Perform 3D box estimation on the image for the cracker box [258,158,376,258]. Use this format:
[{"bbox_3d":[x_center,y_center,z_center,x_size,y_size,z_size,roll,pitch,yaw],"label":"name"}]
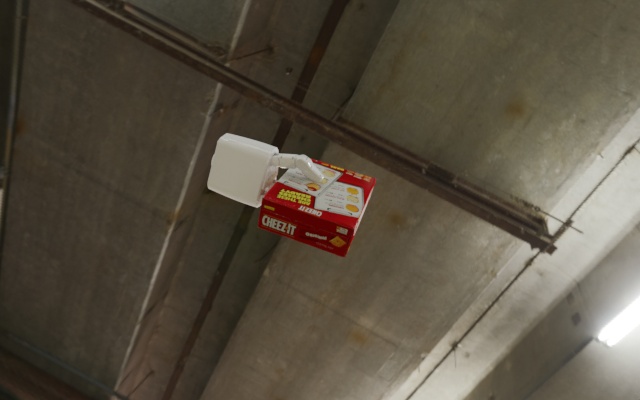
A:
[{"bbox_3d":[0.000,0.003,0.885,0.164,0.072,0.213,18,29,8],"label":"cracker box"}]
